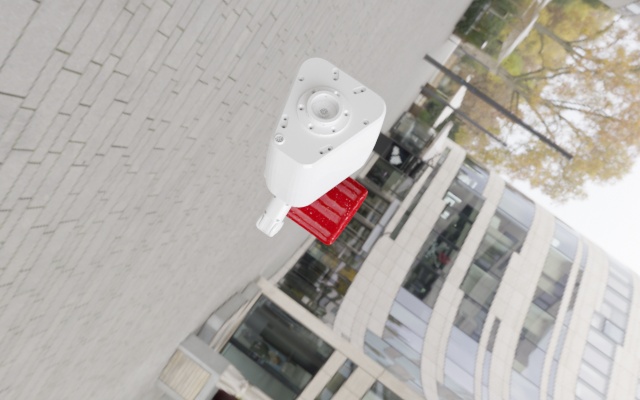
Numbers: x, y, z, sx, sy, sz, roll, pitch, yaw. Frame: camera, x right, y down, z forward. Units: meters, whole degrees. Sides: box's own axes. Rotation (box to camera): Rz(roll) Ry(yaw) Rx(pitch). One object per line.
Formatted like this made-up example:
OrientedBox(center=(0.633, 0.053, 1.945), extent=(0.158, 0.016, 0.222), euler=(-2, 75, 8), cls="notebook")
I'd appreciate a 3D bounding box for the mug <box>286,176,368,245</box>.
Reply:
OrientedBox(center=(0.000, 0.003, 0.577), extent=(0.081, 0.093, 0.117), euler=(36, -18, 6), cls="mug")
